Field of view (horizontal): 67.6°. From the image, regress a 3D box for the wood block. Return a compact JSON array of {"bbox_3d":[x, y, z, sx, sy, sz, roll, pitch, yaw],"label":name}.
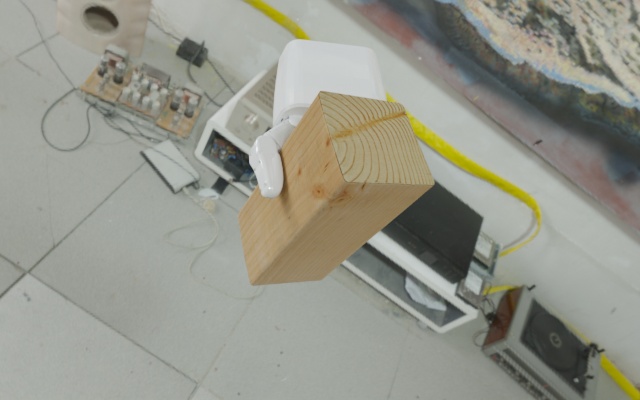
[{"bbox_3d":[0.000,0.001,0.463,0.091,0.090,0.206,2,-31,-30],"label":"wood block"}]
